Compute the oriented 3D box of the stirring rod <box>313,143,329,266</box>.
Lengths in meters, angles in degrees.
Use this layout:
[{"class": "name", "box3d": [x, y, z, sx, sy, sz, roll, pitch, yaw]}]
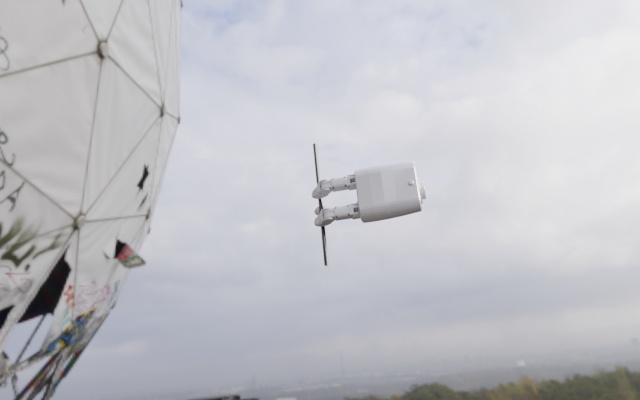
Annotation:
[{"class": "stirring rod", "box3d": [0.000, 0.003, 0.893, 0.011, 0.239, 0.011, -5, -19, -2]}]
